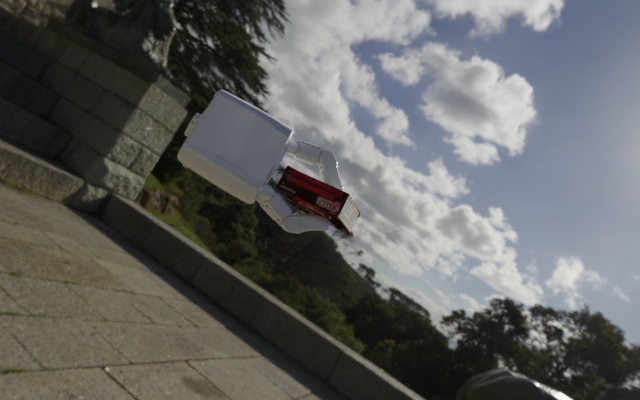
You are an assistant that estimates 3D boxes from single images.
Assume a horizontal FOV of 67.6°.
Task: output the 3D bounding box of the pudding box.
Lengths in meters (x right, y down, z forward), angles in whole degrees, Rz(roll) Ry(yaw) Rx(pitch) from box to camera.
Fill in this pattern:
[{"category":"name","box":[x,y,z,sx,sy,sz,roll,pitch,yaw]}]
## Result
[{"category":"pudding box","box":[0.000,0.002,0.626,0.090,0.039,0.113,26,-5,17]}]
